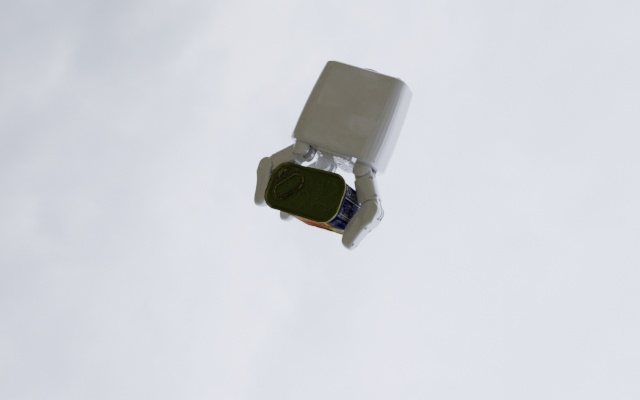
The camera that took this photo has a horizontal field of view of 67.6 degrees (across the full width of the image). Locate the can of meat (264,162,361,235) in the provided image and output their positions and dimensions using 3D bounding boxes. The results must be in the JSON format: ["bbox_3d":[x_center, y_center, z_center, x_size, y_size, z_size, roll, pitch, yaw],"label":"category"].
[{"bbox_3d":[0.000,0.002,0.561,0.102,0.057,0.084,15,-10,33],"label":"can of meat"}]
